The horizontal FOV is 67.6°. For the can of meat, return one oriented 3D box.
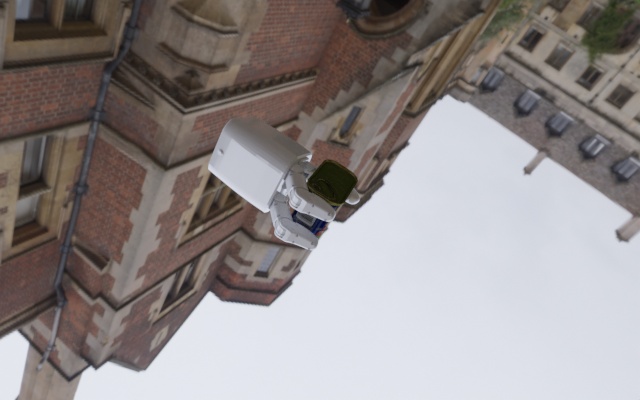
[{"bbox_3d":[0.000,0.002,0.674,0.057,0.084,0.102,33,32,2],"label":"can of meat"}]
